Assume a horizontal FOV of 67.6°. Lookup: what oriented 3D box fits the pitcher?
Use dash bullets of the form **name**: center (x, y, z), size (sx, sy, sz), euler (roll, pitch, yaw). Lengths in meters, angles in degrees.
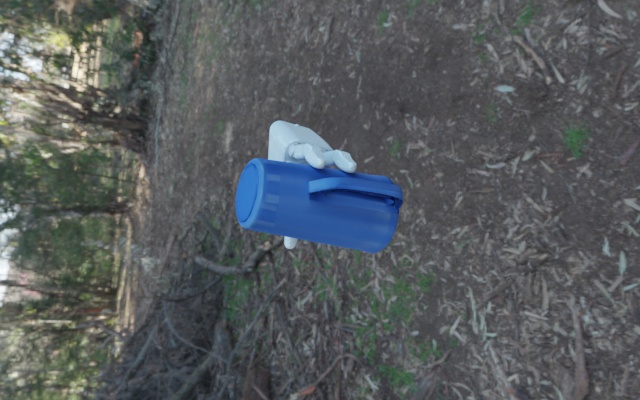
- **pitcher**: center (0.000, 0.002, 0.756), size (0.243, 0.149, 0.145), euler (10, 24, -27)
